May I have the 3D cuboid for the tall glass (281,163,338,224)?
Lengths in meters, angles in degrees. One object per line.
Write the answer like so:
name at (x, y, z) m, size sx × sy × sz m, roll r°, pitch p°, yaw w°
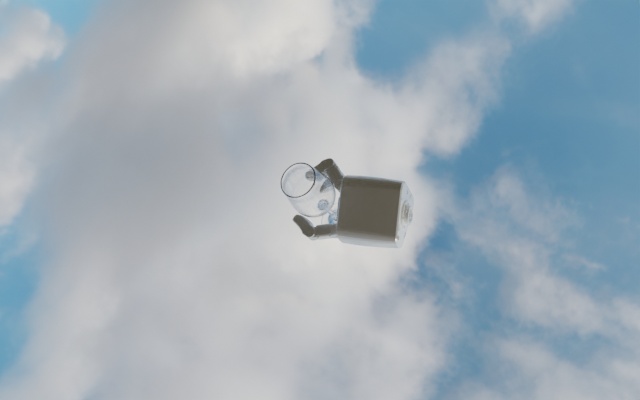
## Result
tall glass at (0.000, 0.003, 0.846) m, size 0.079 × 0.079 × 0.201 m, roll 0°, pitch -21°, yaw 24°
